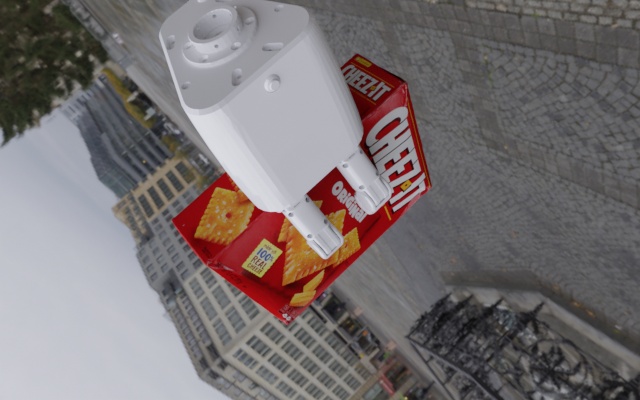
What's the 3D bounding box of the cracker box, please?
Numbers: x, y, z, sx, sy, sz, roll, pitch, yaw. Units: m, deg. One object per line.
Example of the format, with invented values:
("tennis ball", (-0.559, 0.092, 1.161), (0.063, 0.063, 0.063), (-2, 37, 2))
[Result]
("cracker box", (0.000, 0.001, 0.443), (0.072, 0.213, 0.164), (42, -9, 35))
